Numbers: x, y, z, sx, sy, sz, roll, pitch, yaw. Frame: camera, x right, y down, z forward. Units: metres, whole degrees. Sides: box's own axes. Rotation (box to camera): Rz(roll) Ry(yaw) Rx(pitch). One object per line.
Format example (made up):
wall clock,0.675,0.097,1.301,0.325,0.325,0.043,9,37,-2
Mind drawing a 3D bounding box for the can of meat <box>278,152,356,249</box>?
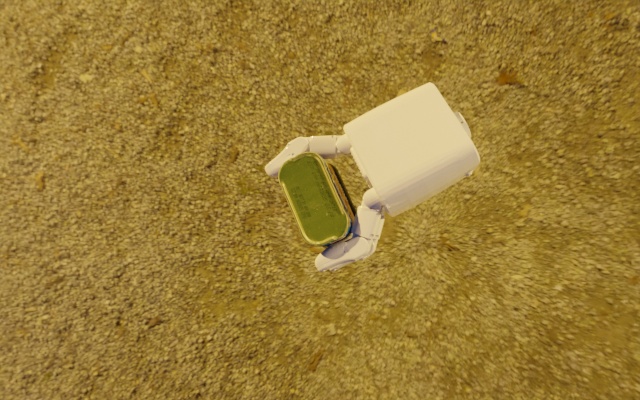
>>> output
can of meat,0.000,0.002,0.520,0.057,0.102,0.084,-25,-9,8
